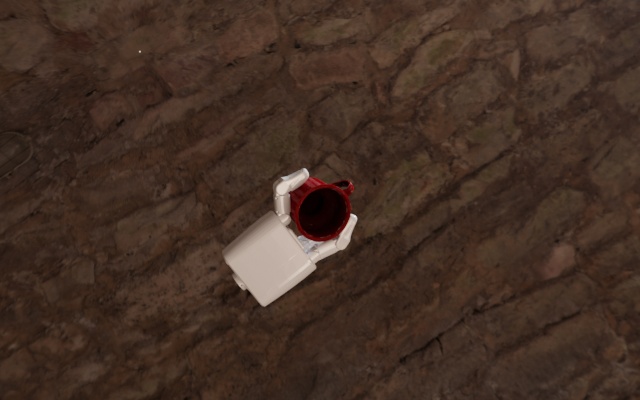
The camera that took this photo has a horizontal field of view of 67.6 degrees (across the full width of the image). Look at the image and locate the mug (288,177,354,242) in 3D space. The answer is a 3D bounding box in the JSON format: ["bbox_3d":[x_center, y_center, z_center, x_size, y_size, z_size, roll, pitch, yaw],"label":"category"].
[{"bbox_3d":[0.001,0.002,0.772,0.117,0.093,0.081,-36,25,-8],"label":"mug"}]
